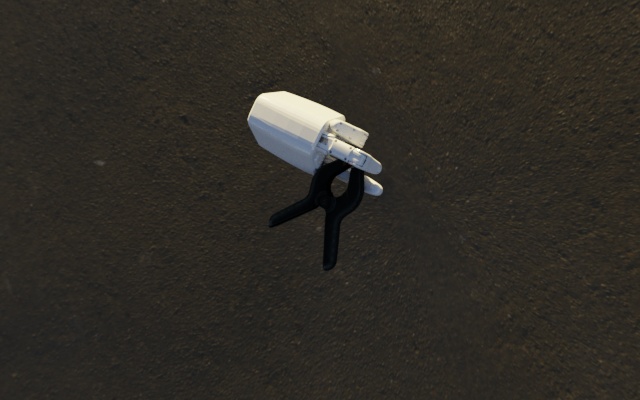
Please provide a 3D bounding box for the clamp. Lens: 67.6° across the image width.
[{"bbox_3d":[0.000,0.002,0.693,0.120,0.171,0.039,27,5,11],"label":"clamp"}]
